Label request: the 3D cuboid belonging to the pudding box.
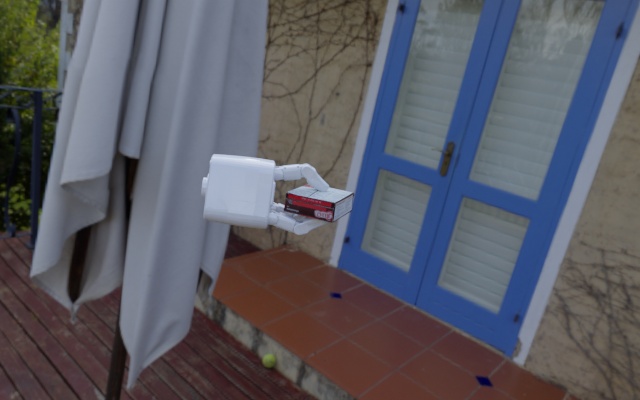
[{"bbox_3d":[0.000,0.003,0.825,0.090,0.039,0.113,14,16,18],"label":"pudding box"}]
